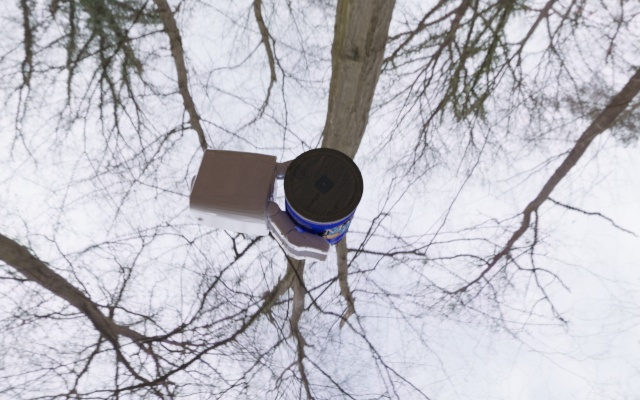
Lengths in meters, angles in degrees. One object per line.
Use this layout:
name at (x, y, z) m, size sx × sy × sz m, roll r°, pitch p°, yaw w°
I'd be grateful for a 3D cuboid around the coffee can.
coffee can at (0.000, 0.002, 0.669) m, size 0.103 × 0.102 × 0.140 m, roll 0°, pitch -19°, yaw -4°
